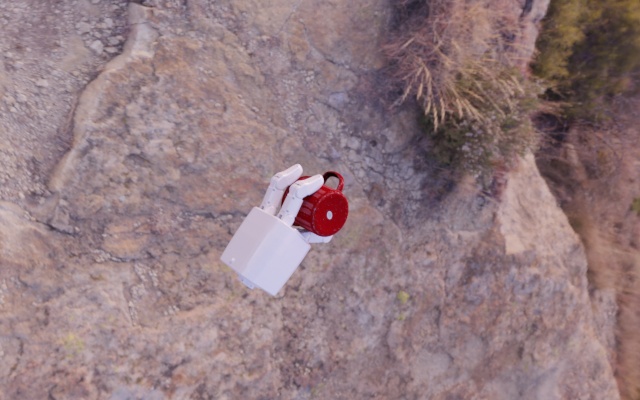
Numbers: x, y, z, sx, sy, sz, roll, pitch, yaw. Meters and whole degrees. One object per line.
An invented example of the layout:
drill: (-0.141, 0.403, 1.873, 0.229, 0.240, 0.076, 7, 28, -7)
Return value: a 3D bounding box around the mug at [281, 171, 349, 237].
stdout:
mug: (0.001, 0.002, 0.812, 0.081, 0.117, 0.093, 25, -13, 47)
